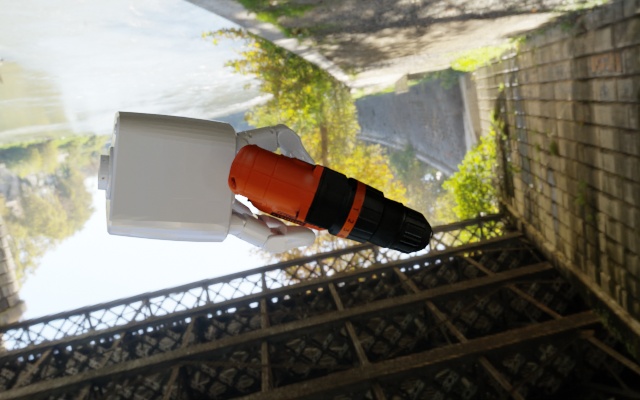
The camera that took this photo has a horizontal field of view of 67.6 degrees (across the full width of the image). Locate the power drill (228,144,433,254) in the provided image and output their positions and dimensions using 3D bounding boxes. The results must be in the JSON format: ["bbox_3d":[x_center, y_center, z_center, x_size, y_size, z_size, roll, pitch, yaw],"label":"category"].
[{"bbox_3d":[0.000,0.002,0.477,0.184,0.057,0.187,23,-5,-9],"label":"power drill"}]
